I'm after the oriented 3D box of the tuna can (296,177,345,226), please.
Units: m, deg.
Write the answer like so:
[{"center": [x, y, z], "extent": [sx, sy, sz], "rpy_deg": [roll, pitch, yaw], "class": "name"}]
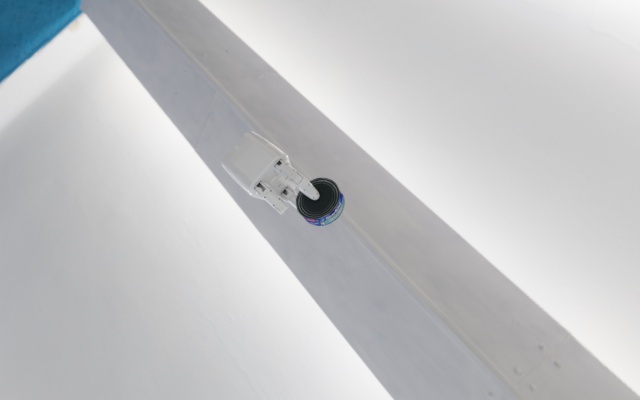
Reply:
[{"center": [0.000, 0.003, 0.874], "extent": [0.086, 0.086, 0.034], "rpy_deg": [0, -28, 24], "class": "tuna can"}]
